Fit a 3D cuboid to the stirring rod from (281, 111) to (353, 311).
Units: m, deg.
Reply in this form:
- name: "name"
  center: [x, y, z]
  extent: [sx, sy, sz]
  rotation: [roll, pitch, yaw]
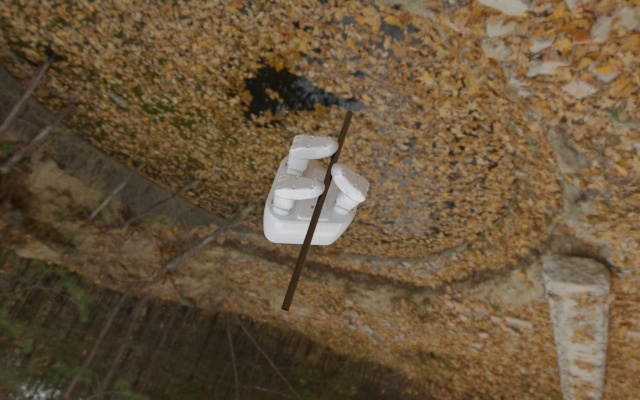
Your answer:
- name: "stirring rod"
  center: [0.000, 0.002, 0.513]
  extent: [0.011, 0.239, 0.011]
  rotation: [15, -24, 7]
